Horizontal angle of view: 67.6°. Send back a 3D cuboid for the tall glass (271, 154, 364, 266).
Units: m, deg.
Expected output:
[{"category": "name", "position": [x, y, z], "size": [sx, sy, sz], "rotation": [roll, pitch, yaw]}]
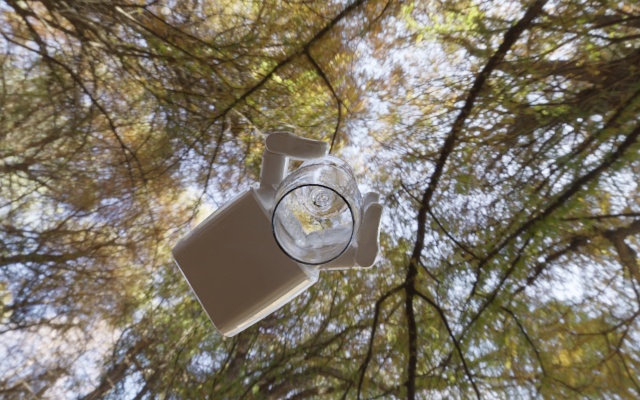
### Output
[{"category": "tall glass", "position": [0.000, 0.001, 0.446], "size": [0.079, 0.079, 0.201], "rotation": [0, 9, 3]}]
